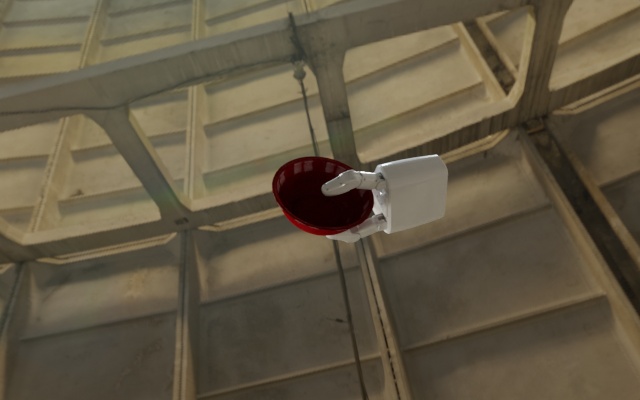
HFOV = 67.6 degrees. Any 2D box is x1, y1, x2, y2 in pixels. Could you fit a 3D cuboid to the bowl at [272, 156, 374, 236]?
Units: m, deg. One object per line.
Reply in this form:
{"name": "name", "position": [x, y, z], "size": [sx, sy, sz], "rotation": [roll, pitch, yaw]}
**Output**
{"name": "bowl", "position": [-0.001, 0.003, 0.757], "size": [0.162, 0.162, 0.055], "rotation": [0, -44, -16]}
